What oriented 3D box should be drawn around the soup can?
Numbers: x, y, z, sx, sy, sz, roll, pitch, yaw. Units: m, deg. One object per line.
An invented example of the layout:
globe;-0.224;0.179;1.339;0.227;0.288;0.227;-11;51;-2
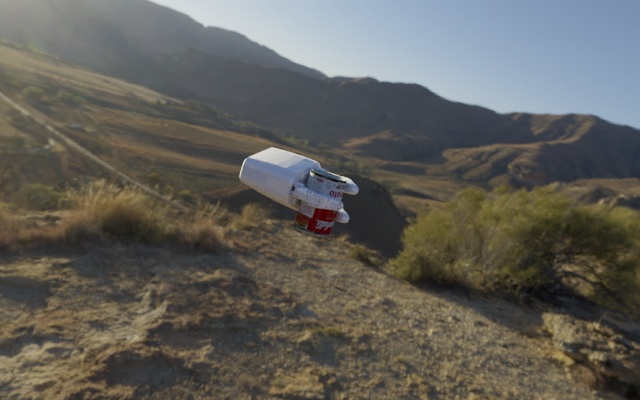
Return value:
soup can;0.001;0.003;0.843;0.068;0.102;0.068;17;11;-3
